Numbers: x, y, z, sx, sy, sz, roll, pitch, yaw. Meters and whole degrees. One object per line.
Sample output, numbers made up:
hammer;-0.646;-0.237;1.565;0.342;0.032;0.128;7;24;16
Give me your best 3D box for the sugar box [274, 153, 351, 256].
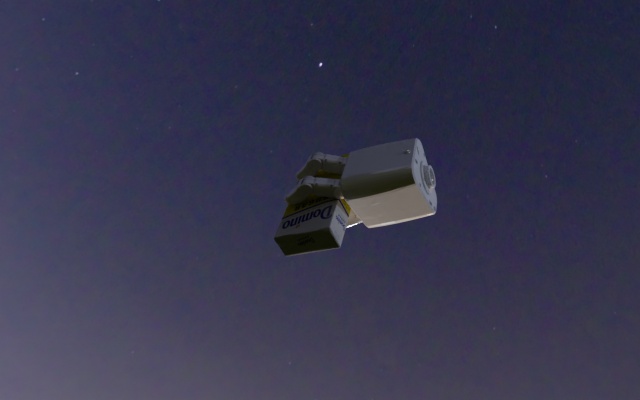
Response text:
sugar box;0.000;0.002;0.727;0.093;0.048;0.176;-12;34;26
